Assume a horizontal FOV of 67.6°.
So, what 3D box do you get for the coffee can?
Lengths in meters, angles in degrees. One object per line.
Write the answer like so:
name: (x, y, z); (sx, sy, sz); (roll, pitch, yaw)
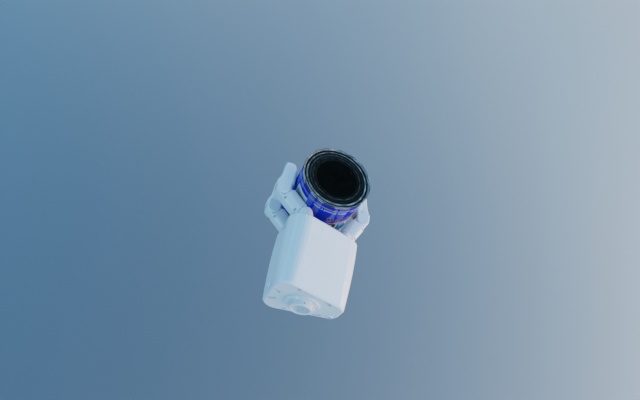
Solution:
coffee can: (0.000, 0.002, 0.728); (0.103, 0.102, 0.140); (0, -30, -23)
